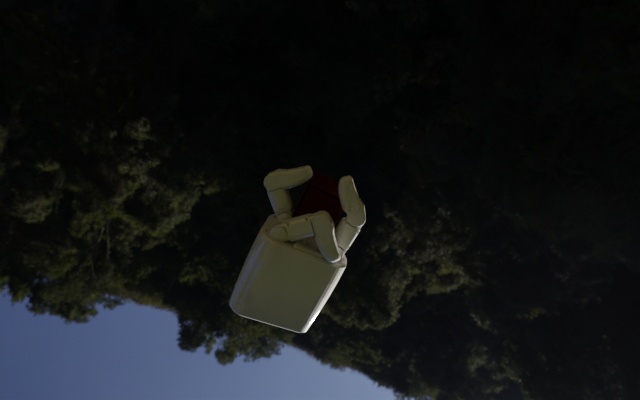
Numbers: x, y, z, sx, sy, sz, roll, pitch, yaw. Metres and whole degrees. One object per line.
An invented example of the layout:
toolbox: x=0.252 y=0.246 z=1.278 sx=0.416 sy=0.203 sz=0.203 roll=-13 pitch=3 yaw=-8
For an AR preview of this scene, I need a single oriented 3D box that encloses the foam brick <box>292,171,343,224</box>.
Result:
foam brick: x=0.000 y=0.002 z=0.610 sx=0.053 sy=0.051 sz=0.078 roll=26 pitch=16 yaw=-2
